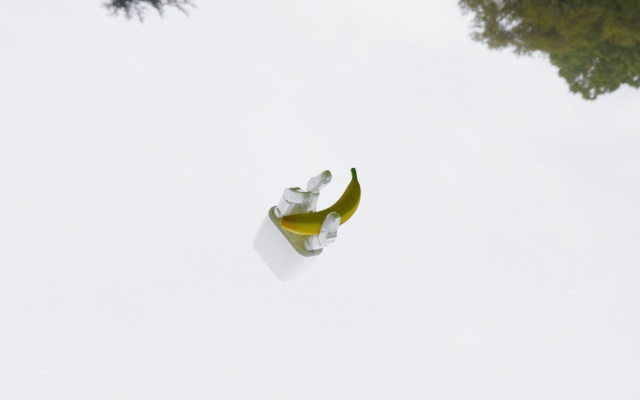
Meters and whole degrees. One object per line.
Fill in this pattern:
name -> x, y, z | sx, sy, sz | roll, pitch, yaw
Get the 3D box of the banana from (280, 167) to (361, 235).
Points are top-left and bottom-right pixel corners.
banana -> 0.014, 0.016, 0.806 | 0.197, 0.069, 0.037 | -37, -4, -40
